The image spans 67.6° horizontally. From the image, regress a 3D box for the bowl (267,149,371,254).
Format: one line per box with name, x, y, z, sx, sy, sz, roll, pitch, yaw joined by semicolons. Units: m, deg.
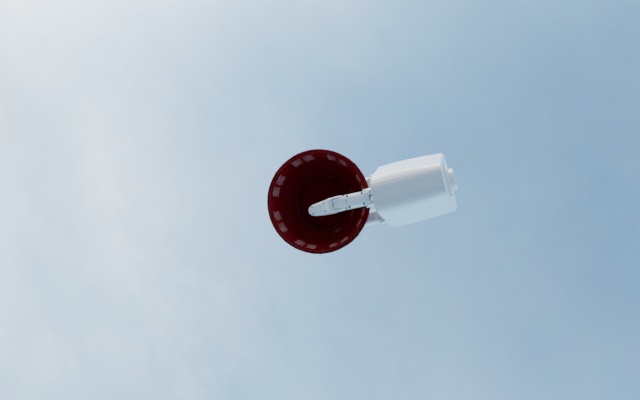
bowl;-0.001;0.002;0.757;0.162;0.162;0.055;0;-3;9
